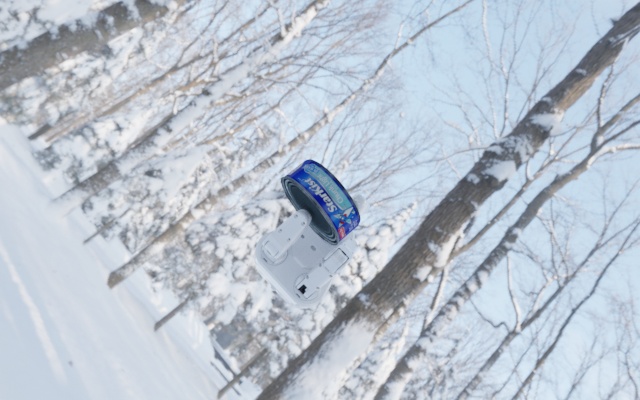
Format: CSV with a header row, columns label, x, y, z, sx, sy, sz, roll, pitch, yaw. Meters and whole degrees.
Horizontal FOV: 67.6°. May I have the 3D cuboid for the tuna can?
label,x,y,z,sx,sy,sz,roll,pitch,yaw
tuna can,0.001,0.001,0.475,0.033,0.086,0.086,-39,11,-14
